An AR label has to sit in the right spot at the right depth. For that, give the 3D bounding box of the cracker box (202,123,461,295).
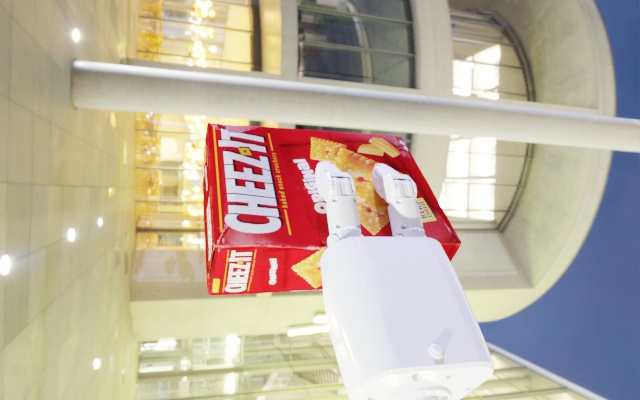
[{"bbox_3d":[0.000,0.002,0.456,0.214,0.072,0.164,2,43,-18],"label":"cracker box"}]
